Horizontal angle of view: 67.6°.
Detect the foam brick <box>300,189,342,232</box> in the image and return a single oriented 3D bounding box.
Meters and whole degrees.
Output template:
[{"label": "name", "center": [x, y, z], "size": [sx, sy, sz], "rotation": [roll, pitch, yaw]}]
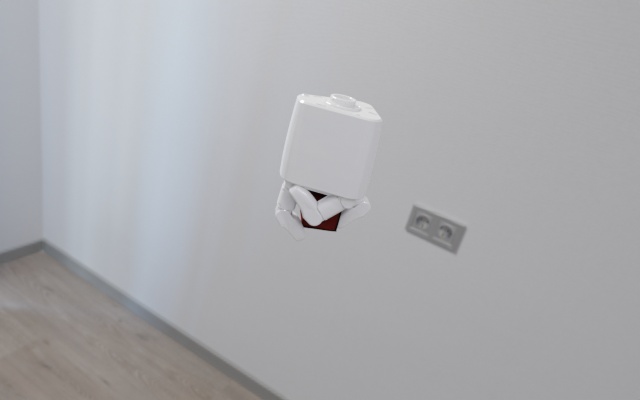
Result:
[{"label": "foam brick", "center": [0.000, 0.002, 0.686], "size": [0.053, 0.051, 0.078], "rotation": [8, 24, -10]}]
